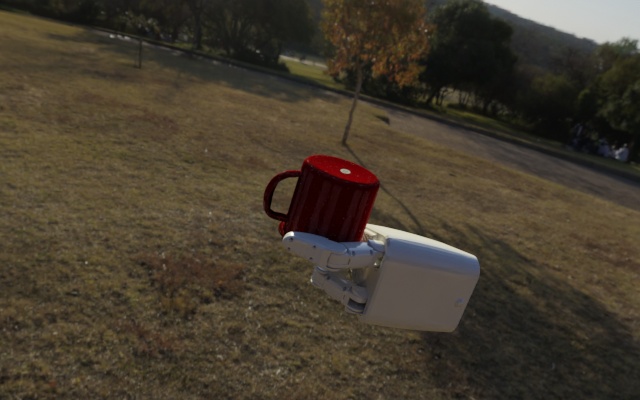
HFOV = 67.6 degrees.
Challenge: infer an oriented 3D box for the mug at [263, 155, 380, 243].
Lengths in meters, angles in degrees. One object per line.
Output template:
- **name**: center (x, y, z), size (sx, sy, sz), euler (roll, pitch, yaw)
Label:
- **mug**: center (-0.001, 0.001, 0.489), size (0.117, 0.081, 0.093), euler (12, 21, -14)
